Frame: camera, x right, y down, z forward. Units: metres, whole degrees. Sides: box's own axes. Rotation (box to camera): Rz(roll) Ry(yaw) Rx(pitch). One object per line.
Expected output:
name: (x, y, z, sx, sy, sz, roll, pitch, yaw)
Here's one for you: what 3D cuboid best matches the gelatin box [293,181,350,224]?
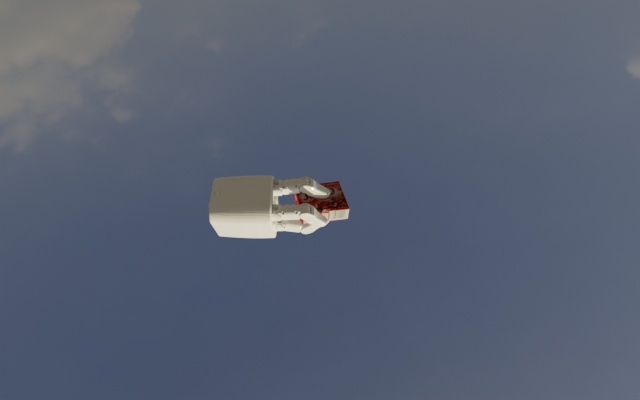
gelatin box: (0.000, 0.003, 0.866, 0.089, 0.030, 0.073, -6, 46, -13)
